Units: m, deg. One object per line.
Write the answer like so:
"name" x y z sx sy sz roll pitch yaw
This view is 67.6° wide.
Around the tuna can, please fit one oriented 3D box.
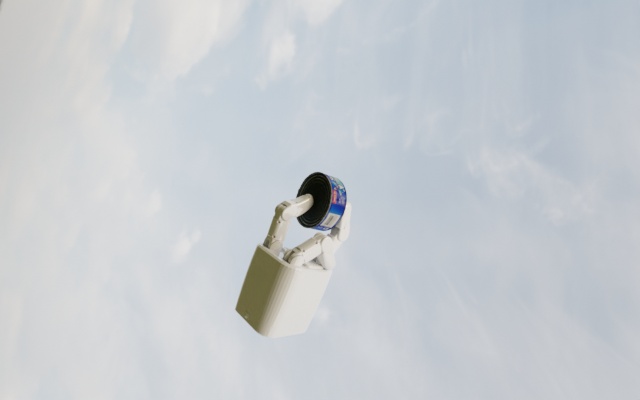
"tuna can" 0.001 0.002 0.717 0.034 0.086 0.086 15 -9 -37
